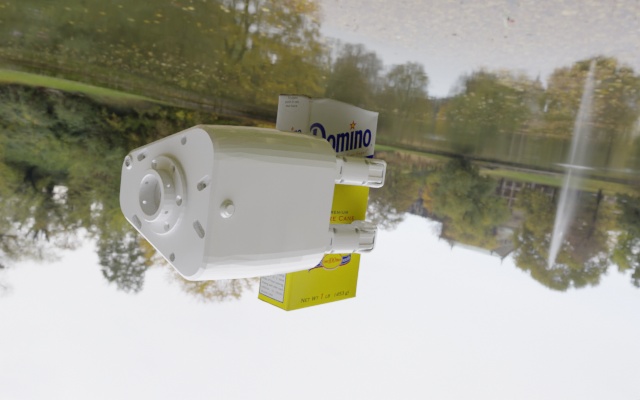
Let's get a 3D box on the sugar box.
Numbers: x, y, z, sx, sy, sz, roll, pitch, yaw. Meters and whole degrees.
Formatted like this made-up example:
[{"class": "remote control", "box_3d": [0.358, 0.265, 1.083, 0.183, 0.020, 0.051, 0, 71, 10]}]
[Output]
[{"class": "sugar box", "box_3d": [0.000, 0.002, 0.421, 0.048, 0.176, 0.093, 14, 9, 42]}]
